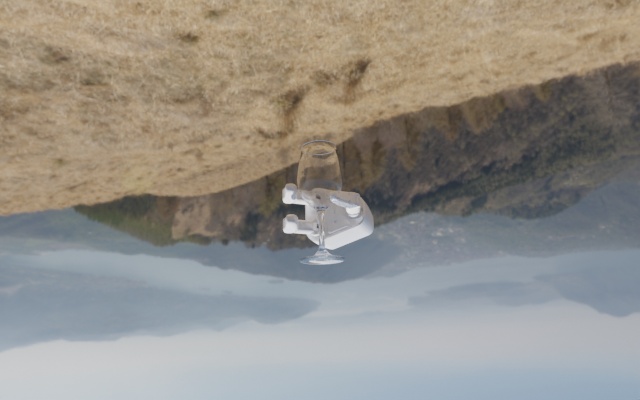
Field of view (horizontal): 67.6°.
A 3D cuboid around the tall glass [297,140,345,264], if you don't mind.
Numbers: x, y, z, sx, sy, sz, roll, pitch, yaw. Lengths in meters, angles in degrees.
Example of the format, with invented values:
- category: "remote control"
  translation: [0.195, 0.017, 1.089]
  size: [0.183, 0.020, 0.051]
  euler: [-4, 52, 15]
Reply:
- category: "tall glass"
  translation: [0.000, 0.003, 0.805]
  size: [0.079, 0.201, 0.079]
  euler: [-2, -17, -1]
